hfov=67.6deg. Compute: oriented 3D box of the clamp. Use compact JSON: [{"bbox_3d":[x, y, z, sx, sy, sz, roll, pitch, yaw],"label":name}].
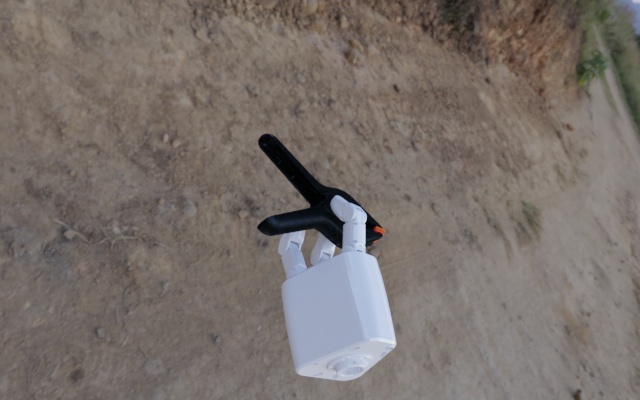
[{"bbox_3d":[0.001,0.002,0.626,0.210,0.164,0.036,23,-50,-36],"label":"clamp"}]
